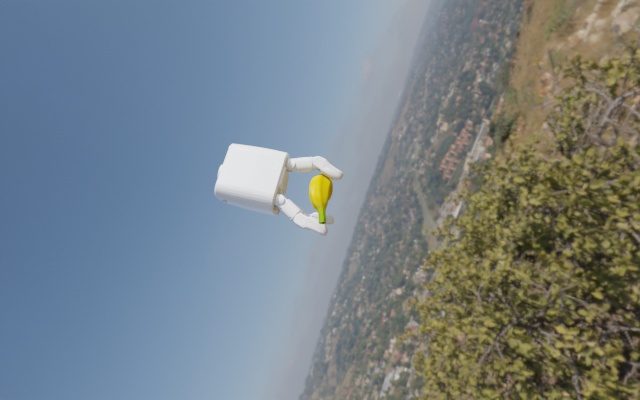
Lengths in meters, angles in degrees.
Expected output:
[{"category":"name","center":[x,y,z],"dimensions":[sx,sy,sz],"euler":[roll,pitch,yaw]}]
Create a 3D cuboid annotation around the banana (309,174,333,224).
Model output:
[{"category":"banana","center":[0.001,-0.015,0.869],"dimensions":[0.037,0.070,0.197],"euler":[4,13,4]}]
